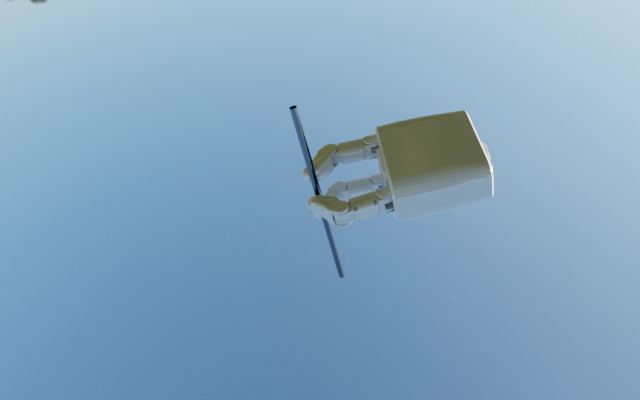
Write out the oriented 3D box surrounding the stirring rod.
[{"bbox_3d":[0.000,0.002,0.546,0.011,0.240,0.011,-11,35,8],"label":"stirring rod"}]
